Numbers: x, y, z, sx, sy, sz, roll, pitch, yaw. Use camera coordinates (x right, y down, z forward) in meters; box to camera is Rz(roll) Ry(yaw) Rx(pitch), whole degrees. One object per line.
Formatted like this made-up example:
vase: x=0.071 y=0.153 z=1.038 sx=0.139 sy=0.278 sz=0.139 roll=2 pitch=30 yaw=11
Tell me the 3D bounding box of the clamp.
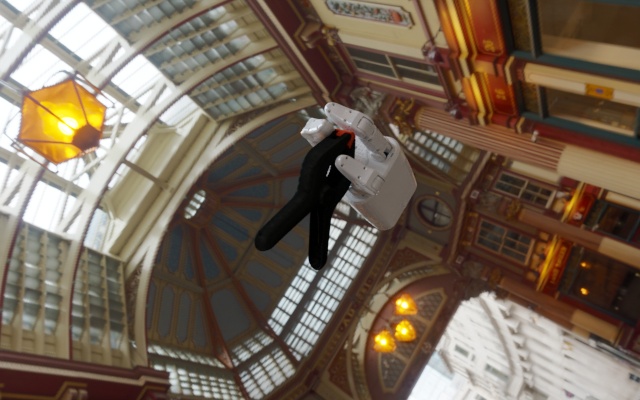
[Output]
clamp: x=0.000 y=0.001 z=0.561 sx=0.039 sy=0.171 sz=0.120 roll=25 pitch=-11 yaw=33
